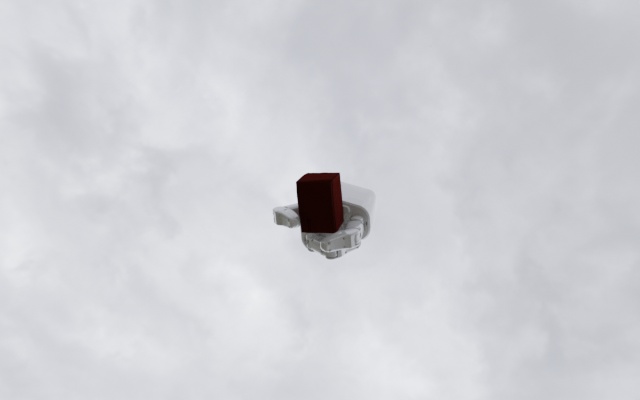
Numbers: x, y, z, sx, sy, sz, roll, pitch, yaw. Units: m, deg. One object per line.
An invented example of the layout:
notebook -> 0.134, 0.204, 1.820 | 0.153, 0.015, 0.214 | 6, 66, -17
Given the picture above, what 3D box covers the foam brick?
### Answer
foam brick -> 0.000, 0.002, 0.675 | 0.053, 0.078, 0.051 | 0, 18, 16
